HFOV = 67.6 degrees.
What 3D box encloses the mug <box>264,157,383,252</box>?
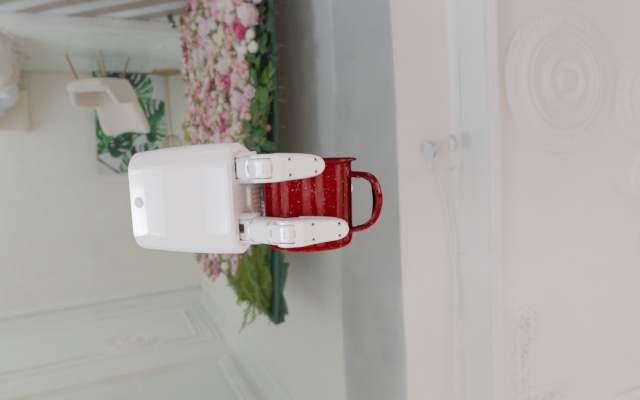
[{"bbox_3d":[0.001,0.002,0.447,0.117,0.081,0.093,0,6,16],"label":"mug"}]
